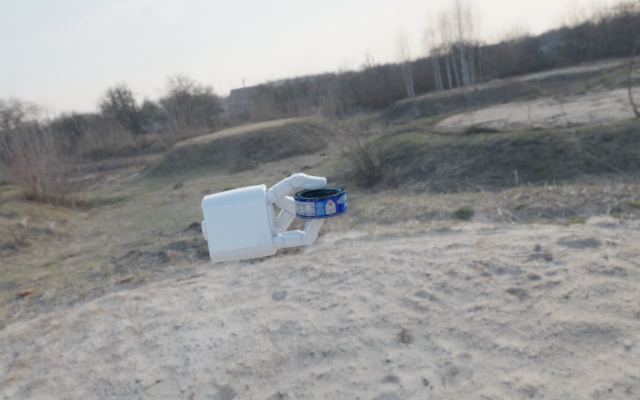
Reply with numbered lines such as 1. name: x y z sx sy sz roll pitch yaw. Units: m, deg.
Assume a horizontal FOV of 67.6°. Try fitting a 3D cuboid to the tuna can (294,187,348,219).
1. tuna can: 0.000 0.002 0.774 0.086 0.034 0.086 -6 13 1
